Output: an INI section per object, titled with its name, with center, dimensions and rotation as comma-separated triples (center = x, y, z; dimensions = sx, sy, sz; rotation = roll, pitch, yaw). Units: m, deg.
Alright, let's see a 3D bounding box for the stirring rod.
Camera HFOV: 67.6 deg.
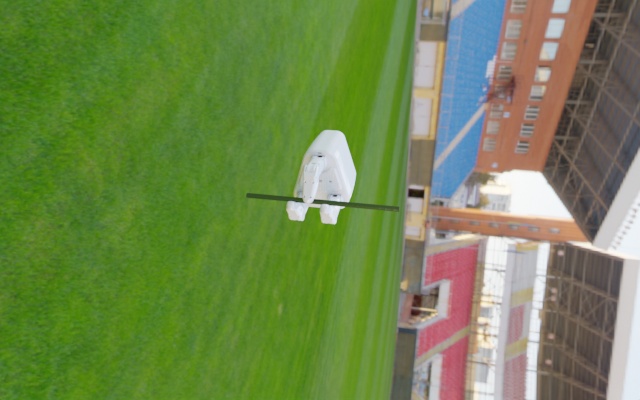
[stirring rod]
center = 0.000, 0.002, 0.737
dimensions = 0.239, 0.011, 0.011
rotation = 5, 1, 12
